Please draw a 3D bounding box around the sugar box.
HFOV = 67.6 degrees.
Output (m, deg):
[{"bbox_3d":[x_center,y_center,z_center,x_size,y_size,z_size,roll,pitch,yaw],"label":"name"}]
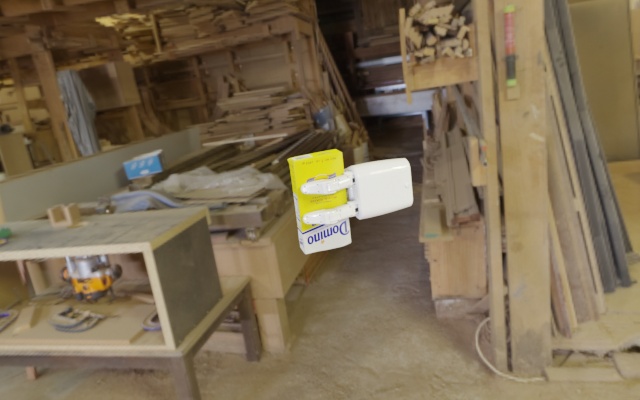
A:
[{"bbox_3d":[0.000,0.003,0.863,0.093,0.176,0.048,-12,16,-13],"label":"sugar box"}]
